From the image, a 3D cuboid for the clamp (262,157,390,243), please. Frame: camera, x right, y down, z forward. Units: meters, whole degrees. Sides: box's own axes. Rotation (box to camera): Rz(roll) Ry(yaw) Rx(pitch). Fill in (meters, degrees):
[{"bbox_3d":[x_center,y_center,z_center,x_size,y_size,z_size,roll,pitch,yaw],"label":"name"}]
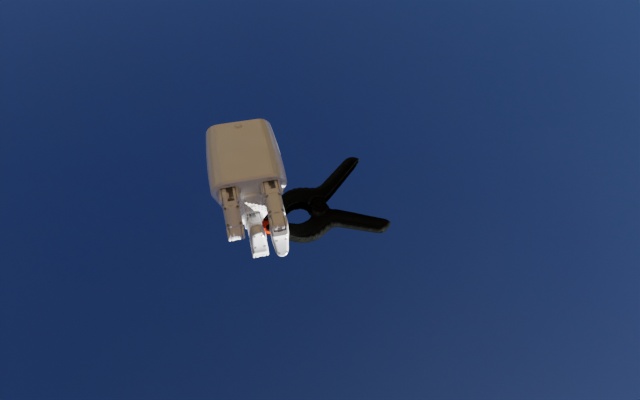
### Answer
[{"bbox_3d":[0.000,0.003,0.659,0.171,0.120,0.039,-9,-32,-11],"label":"clamp"}]
